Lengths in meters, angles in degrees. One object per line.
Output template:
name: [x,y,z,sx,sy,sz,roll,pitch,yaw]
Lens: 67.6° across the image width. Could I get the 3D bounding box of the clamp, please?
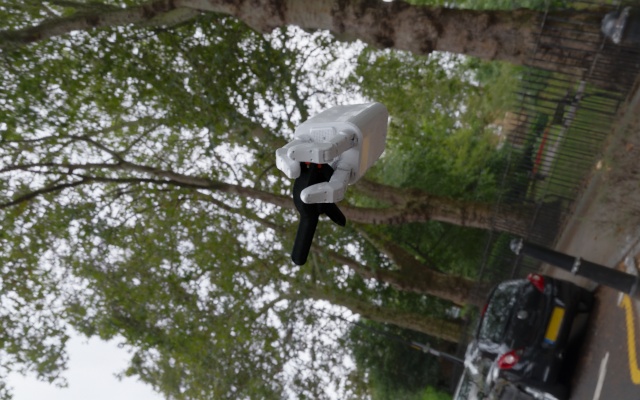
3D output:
clamp: [0.000,0.002,0.702,0.039,0.172,0.120,21,36,25]
